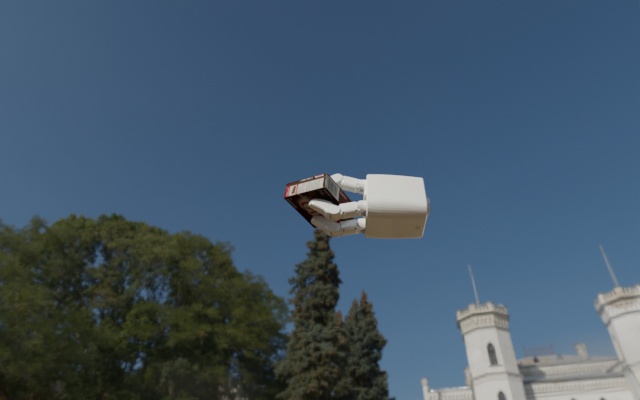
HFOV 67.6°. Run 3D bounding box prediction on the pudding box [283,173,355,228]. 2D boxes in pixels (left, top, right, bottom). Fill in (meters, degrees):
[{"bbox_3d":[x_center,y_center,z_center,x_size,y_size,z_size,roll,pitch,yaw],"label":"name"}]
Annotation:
[{"bbox_3d":[0.000,0.003,0.884,0.090,0.039,0.113,-14,-43,28],"label":"pudding box"}]
